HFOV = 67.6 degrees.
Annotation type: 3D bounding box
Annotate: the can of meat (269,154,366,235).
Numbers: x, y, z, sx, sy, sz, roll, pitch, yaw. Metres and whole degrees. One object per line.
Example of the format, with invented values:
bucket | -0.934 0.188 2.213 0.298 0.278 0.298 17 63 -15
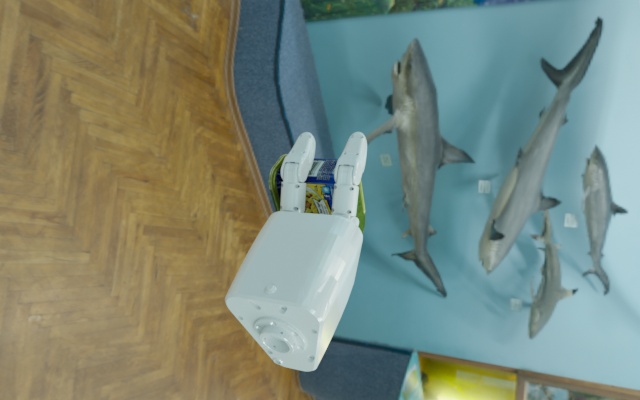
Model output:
can of meat | 0.000 0.002 0.524 0.084 0.102 0.057 4 37 23
